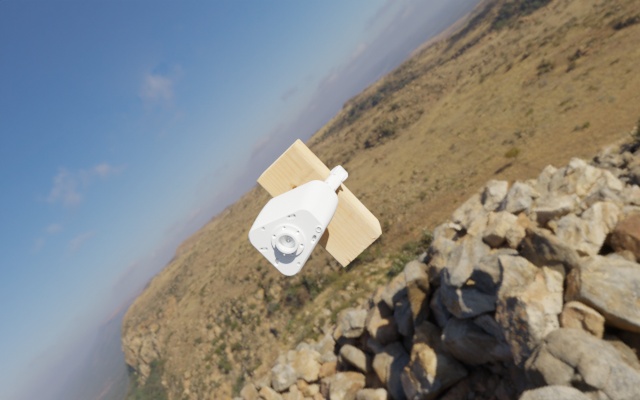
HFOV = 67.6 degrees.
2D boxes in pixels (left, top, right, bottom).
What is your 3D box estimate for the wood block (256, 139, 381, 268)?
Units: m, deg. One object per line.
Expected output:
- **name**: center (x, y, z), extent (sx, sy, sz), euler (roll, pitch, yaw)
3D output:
- **wood block**: center (0.000, 0.002, 0.822), extent (0.091, 0.206, 0.090), euler (-43, 8, 11)
